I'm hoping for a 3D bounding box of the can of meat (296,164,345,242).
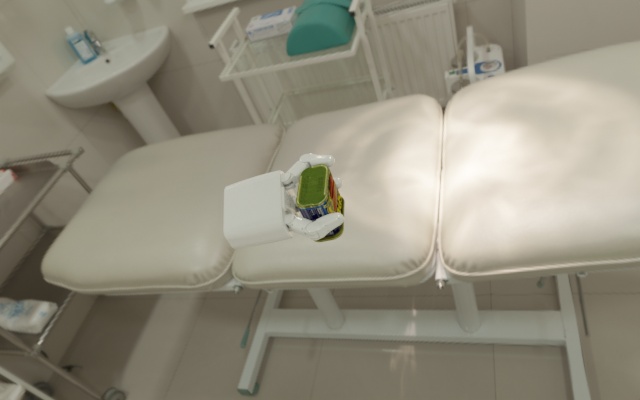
[{"bbox_3d":[0.000,0.002,0.788,0.057,0.102,0.084,-11,-47,16],"label":"can of meat"}]
